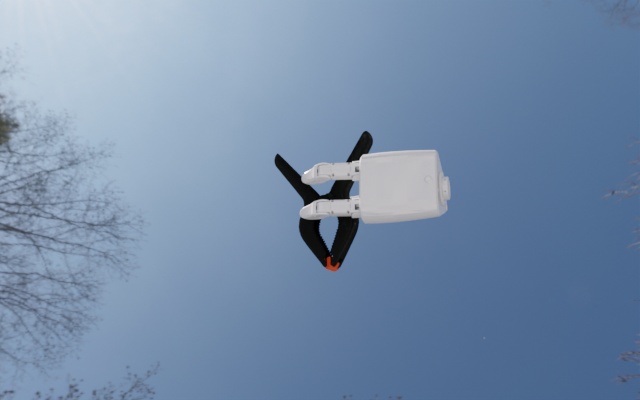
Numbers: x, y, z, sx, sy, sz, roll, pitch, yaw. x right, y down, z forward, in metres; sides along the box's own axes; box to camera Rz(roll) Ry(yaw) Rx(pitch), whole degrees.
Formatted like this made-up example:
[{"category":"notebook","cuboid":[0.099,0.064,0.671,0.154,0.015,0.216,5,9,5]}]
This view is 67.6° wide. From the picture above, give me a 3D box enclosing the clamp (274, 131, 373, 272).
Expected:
[{"category":"clamp","cuboid":[0.001,0.003,0.728,0.164,0.210,0.036,-5,-17,24]}]
